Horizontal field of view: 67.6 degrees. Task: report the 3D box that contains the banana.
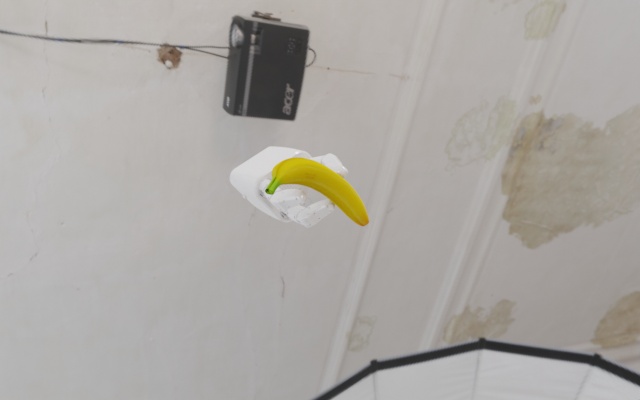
[{"bbox_3d":[0.000,-0.017,0.668,0.198,0.069,0.037,19,-16,-40],"label":"banana"}]
